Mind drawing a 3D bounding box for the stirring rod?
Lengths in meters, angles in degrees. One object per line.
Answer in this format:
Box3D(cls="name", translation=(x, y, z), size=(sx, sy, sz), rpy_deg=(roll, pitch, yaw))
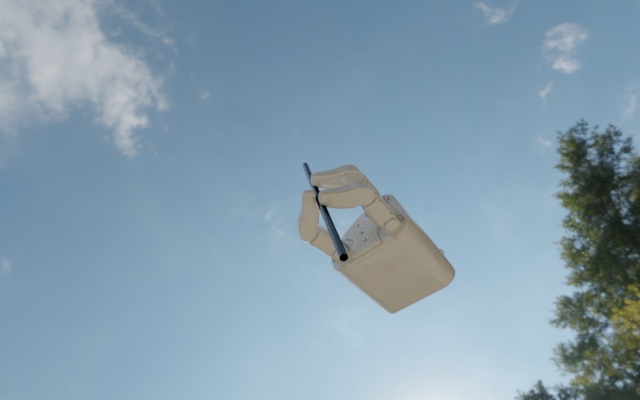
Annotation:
Box3D(cls="stirring rod", translation=(0.000, 0.002, 0.526), size=(0.011, 0.011, 0.239), rpy_deg=(0, 24, -11))
